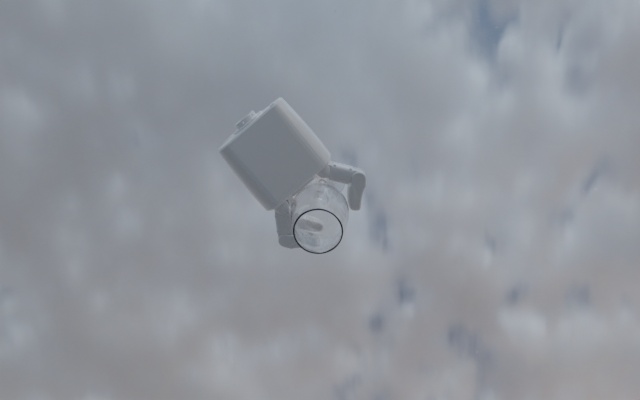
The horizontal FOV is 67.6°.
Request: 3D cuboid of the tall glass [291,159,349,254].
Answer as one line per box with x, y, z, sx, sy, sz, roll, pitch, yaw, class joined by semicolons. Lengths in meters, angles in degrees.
0.000;0.002;0.675;0.079;0.079;0.201;0;22;2;tall glass
